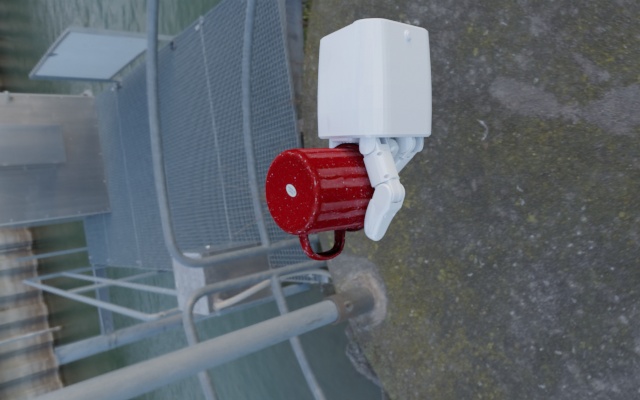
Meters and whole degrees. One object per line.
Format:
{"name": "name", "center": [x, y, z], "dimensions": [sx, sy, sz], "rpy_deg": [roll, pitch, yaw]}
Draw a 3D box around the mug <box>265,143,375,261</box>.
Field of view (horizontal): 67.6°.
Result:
{"name": "mug", "center": [0.000, 0.003, 0.472], "dimensions": [0.081, 0.117, 0.093], "rpy_deg": [-6, 9, -42]}
